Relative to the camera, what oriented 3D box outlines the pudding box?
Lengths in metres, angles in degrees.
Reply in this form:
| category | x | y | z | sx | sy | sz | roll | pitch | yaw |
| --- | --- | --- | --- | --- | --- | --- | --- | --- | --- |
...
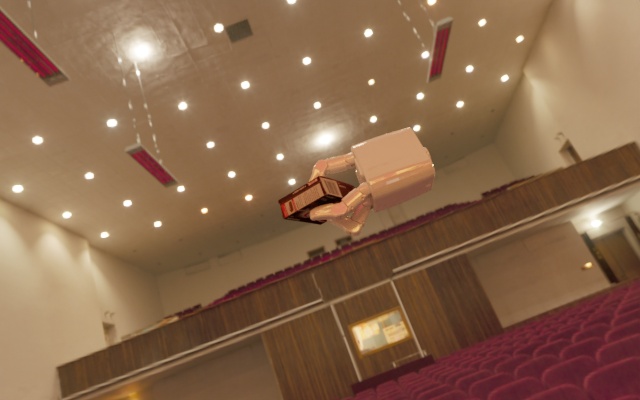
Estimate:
| category | x | y | z | sx | sy | sz | roll | pitch | yaw |
| --- | --- | --- | --- | --- | --- | --- | --- | --- | --- |
| pudding box | 0.000 | 0.002 | 0.784 | 0.090 | 0.039 | 0.113 | -31 | -25 | 26 |
